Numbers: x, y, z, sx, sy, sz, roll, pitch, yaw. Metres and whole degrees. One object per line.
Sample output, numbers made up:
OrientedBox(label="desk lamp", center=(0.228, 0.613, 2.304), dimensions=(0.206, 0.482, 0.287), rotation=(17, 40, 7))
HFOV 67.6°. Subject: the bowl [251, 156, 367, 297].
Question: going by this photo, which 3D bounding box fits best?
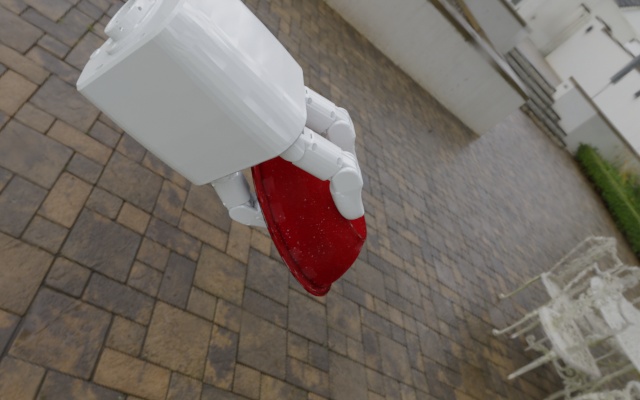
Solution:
OrientedBox(label="bowl", center=(0.001, 0.002, 0.433), dimensions=(0.055, 0.162, 0.162), rotation=(-21, -5, 14))
